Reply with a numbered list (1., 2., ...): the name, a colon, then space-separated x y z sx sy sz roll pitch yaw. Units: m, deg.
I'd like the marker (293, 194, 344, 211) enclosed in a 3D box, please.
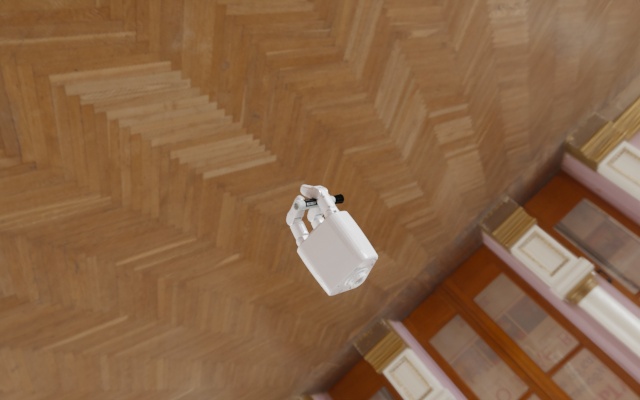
1. marker: 0.000 0.003 0.894 0.121 0.020 0.020 -9 6 -43
